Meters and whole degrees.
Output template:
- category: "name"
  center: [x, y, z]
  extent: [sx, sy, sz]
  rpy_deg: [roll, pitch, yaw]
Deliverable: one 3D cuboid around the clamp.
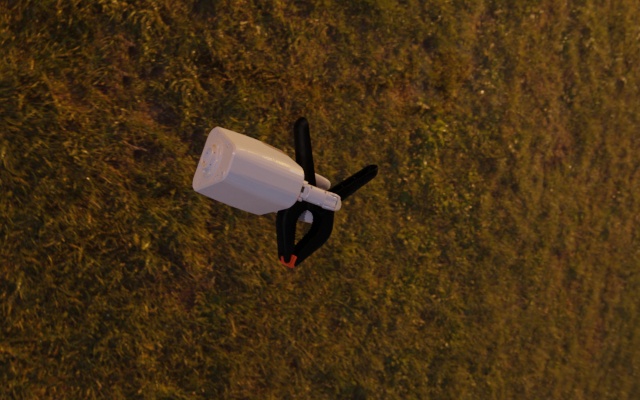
- category: "clamp"
  center: [0.000, 0.003, 0.714]
  extent: [0.164, 0.210, 0.036]
  rpy_deg: [20, -4, -32]
